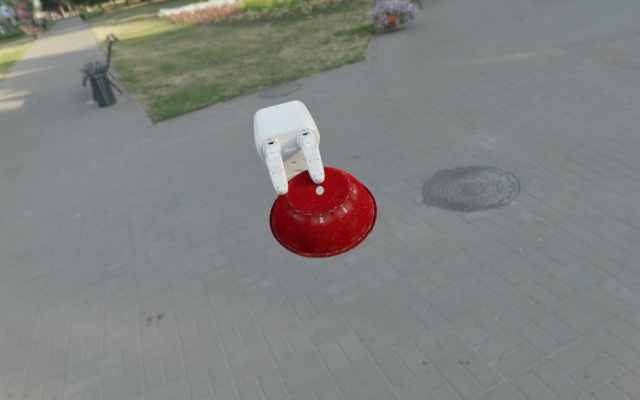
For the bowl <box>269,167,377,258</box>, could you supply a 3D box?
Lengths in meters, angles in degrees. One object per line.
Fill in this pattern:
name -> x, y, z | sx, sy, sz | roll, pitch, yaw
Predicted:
bowl -> 0.001, 0.003, 0.689 | 0.162, 0.162, 0.055 | 0, -40, 9
